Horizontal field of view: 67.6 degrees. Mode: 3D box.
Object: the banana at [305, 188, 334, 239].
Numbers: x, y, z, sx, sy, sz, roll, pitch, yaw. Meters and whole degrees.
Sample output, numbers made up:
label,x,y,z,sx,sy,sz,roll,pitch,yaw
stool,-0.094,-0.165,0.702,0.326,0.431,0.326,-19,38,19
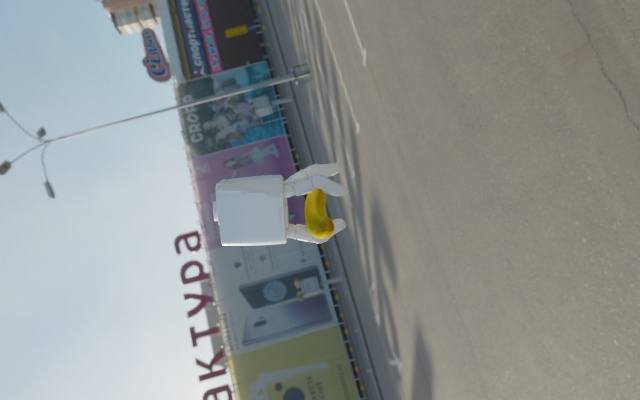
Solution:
label,x,y,z,sx,sy,sz,roll,pitch,yaw
banana,-0.004,0.017,0.780,0.037,0.070,0.197,8,28,-8
